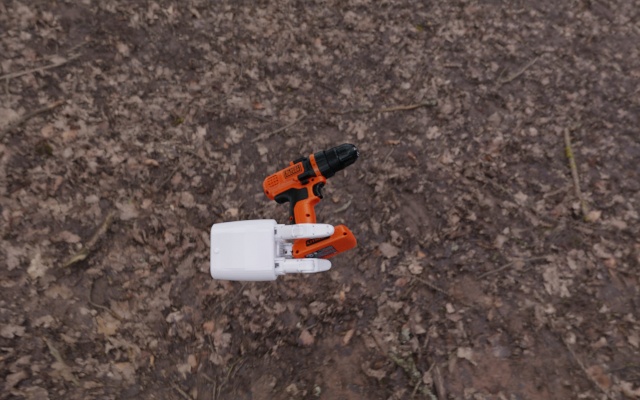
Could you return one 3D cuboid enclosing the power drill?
[{"bbox_3d":[0.000,0.003,0.822,0.184,0.187,0.057,-25,-33,13],"label":"power drill"}]
